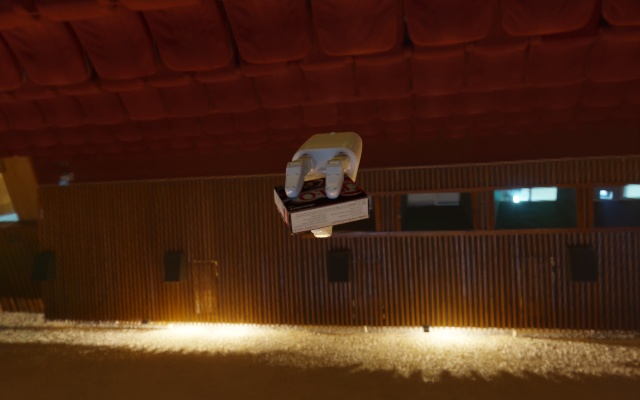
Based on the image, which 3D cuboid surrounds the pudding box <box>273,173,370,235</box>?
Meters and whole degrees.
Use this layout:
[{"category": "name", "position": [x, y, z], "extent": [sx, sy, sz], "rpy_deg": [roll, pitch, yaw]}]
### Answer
[{"category": "pudding box", "position": [0.000, 0.002, 0.656], "extent": [0.113, 0.039, 0.090], "rpy_deg": [-13, 25, -13]}]
